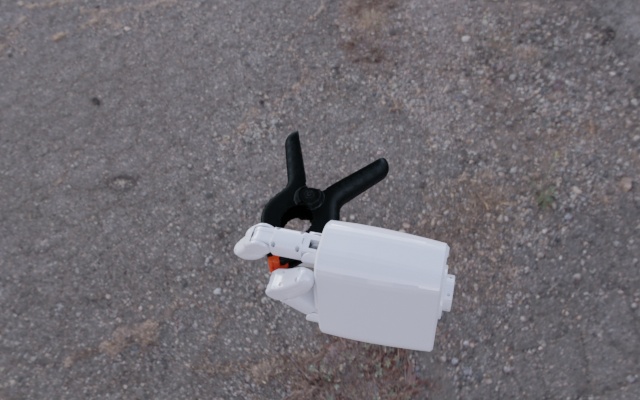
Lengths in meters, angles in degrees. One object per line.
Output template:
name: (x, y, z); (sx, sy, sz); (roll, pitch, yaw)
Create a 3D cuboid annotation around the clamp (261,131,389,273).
clamp: (0.000, 0.001, 0.493); (0.120, 0.171, 0.039); (8, -32, 15)
